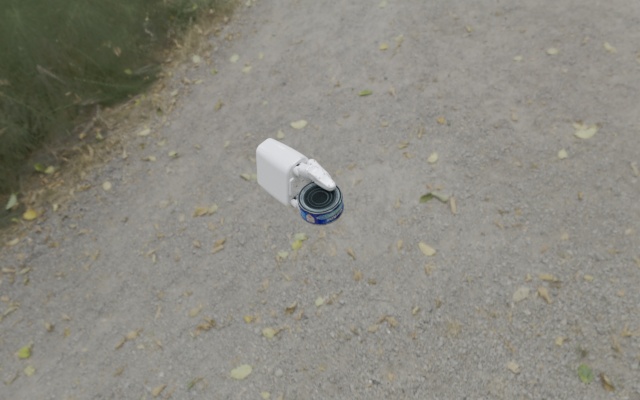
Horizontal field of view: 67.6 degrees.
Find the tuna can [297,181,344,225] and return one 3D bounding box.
[{"bbox_3d":[0.000,0.003,0.889,0.086,0.086,0.034,0,-40,8],"label":"tuna can"}]
